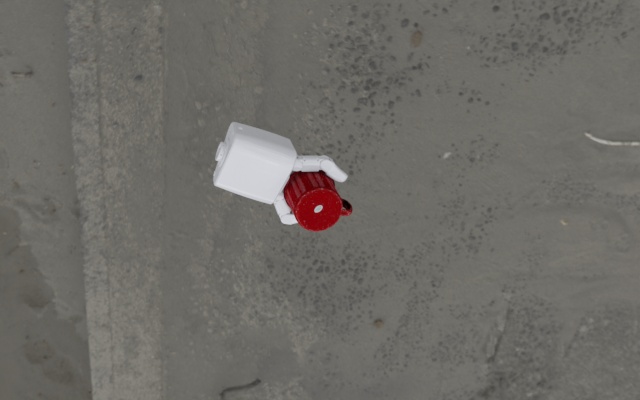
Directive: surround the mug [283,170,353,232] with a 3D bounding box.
[{"bbox_3d":[0.001,0.003,0.807,0.117,0.093,0.081,17,20,-21],"label":"mug"}]
